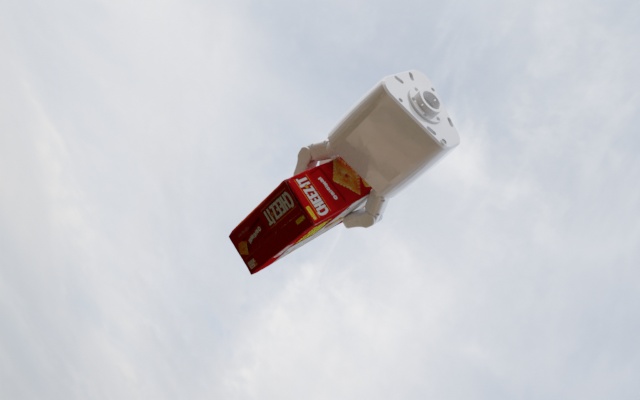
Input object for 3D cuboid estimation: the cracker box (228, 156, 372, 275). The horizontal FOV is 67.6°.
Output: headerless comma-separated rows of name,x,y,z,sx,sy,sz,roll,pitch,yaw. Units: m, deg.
cracker box,0.000,0.002,0.657,0.213,0.072,0.164,-27,-10,-44
